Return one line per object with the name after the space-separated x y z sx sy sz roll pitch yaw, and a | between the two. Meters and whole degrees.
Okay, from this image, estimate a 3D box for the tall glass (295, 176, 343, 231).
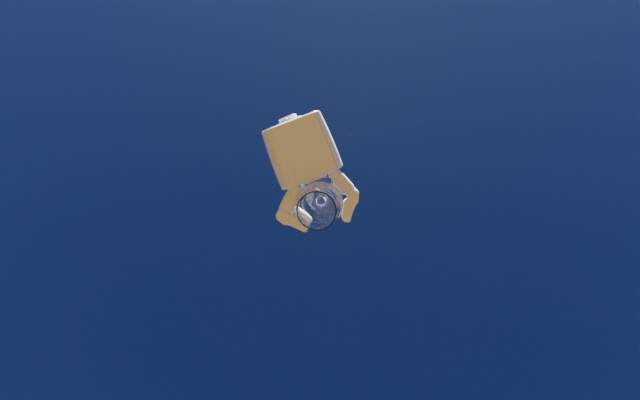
0.000 0.003 0.827 0.079 0.079 0.201 0 8 4 | tall glass
